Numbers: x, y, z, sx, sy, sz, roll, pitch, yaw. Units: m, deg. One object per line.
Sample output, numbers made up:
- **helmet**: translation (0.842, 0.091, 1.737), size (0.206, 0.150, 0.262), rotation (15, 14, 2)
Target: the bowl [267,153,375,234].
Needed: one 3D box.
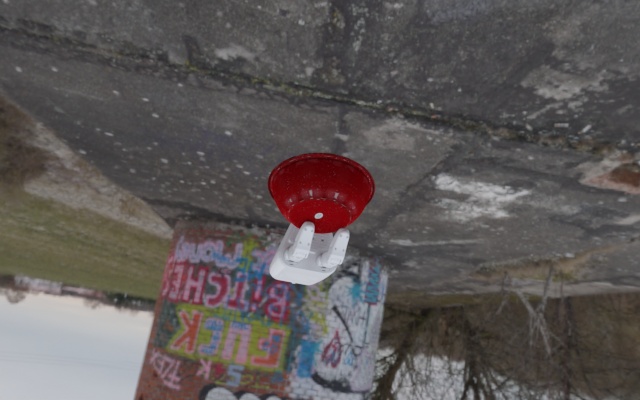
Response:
- **bowl**: translation (0.000, 0.002, 0.702), size (0.162, 0.055, 0.162), rotation (2, -36, 1)
